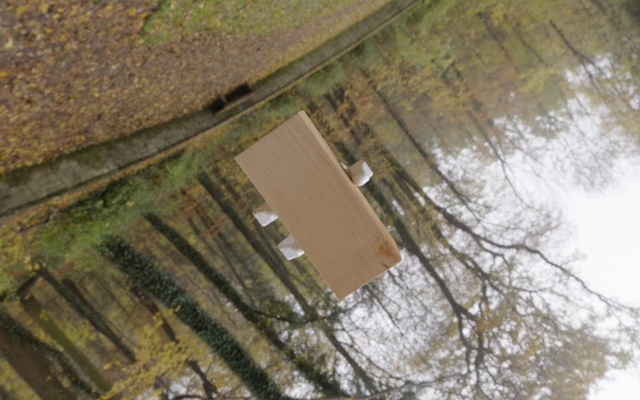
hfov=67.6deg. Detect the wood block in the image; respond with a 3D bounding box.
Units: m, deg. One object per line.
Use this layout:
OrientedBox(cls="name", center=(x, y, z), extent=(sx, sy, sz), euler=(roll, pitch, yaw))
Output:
OrientedBox(cls="wood block", center=(0.000, 0.002, 0.578), extent=(0.091, 0.206, 0.090), euler=(-35, 9, 8))
